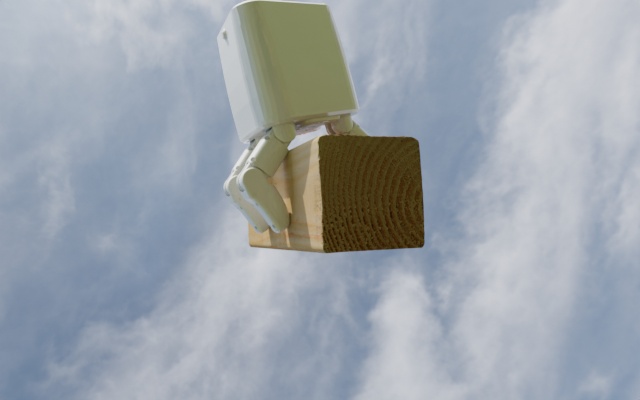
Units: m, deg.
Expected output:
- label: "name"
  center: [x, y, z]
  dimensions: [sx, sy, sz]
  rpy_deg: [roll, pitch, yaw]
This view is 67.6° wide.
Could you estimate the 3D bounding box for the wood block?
- label: "wood block"
  center: [0.000, 0.001, 0.455]
  dimensions: [0.091, 0.090, 0.206]
  rpy_deg: [-2, -3, -23]
